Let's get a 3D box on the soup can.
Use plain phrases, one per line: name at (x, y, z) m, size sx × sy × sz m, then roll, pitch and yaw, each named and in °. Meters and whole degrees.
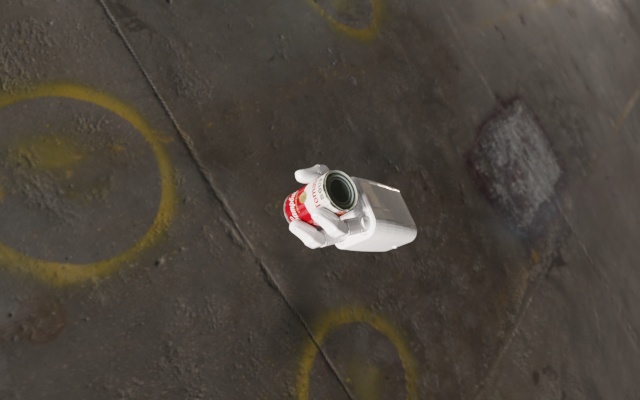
soup can at (0.000, 0.002, 0.732) m, size 0.068 × 0.068 × 0.102 m, roll 0°, pitch -20°, yaw -41°
